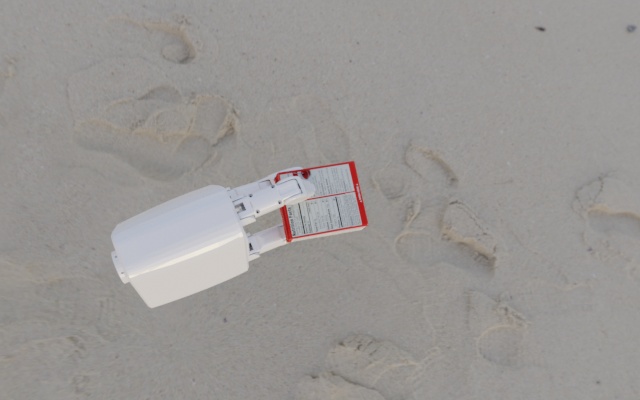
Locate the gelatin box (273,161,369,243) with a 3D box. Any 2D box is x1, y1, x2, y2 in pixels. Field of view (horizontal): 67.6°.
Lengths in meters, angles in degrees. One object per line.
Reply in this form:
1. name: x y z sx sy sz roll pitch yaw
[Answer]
1. gelatin box: 0.000 0.002 0.513 0.089 0.073 0.030 -10 -12 -11
